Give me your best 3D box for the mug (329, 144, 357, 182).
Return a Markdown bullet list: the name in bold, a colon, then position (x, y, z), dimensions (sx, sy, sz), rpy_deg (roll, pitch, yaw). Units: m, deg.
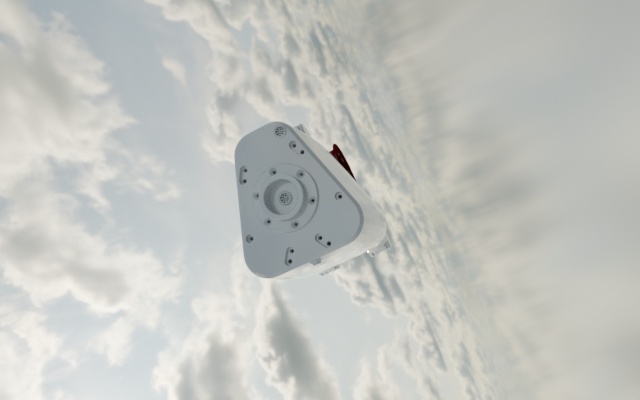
- **mug**: position (0.000, 0.002, 0.504), dimensions (0.081, 0.093, 0.117), rpy_deg (-23, -12, 10)
